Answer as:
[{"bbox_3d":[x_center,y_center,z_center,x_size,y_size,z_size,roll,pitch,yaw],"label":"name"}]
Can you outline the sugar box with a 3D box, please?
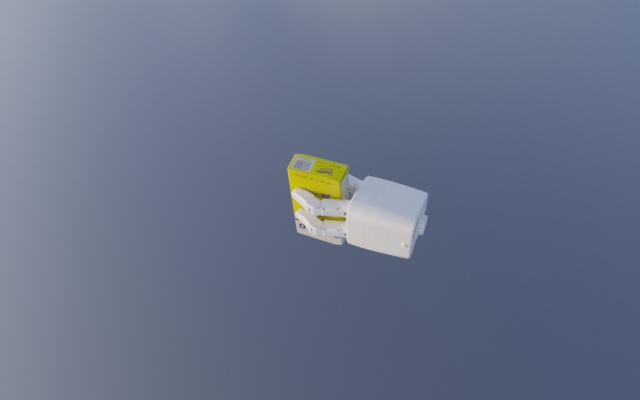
[{"bbox_3d":[0.000,0.003,0.818,0.093,0.048,0.176,16,-39,17],"label":"sugar box"}]
